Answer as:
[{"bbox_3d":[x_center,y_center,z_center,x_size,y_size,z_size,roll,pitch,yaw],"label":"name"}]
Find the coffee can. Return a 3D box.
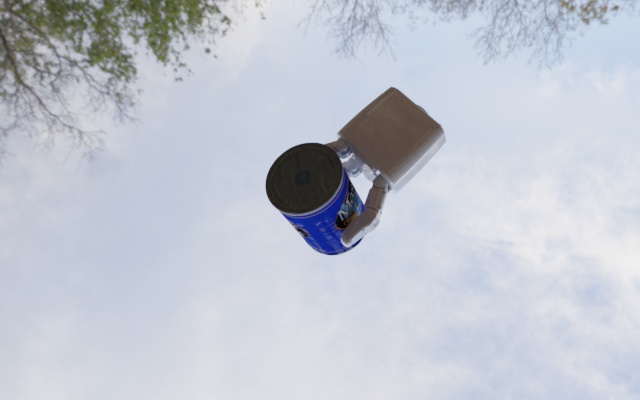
[{"bbox_3d":[0.000,0.002,0.649,0.103,0.102,0.140,0,-27,21],"label":"coffee can"}]
